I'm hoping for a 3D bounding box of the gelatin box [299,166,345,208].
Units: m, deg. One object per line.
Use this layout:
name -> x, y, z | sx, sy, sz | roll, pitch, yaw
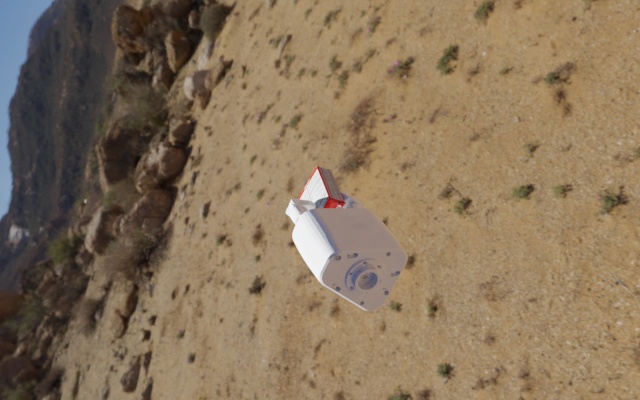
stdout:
gelatin box -> 0.000, 0.002, 0.732 | 0.030, 0.073, 0.089 | 14, 32, -27
